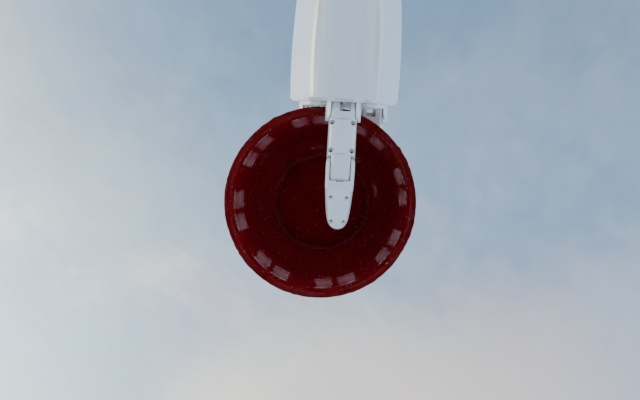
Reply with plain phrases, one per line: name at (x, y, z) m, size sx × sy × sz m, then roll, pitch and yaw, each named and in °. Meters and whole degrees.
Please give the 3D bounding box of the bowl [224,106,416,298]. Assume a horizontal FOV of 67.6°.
bowl at (0.000, 0.003, 0.426) m, size 0.162 × 0.162 × 0.055 m, roll 0°, pitch 0°, yaw 2°
